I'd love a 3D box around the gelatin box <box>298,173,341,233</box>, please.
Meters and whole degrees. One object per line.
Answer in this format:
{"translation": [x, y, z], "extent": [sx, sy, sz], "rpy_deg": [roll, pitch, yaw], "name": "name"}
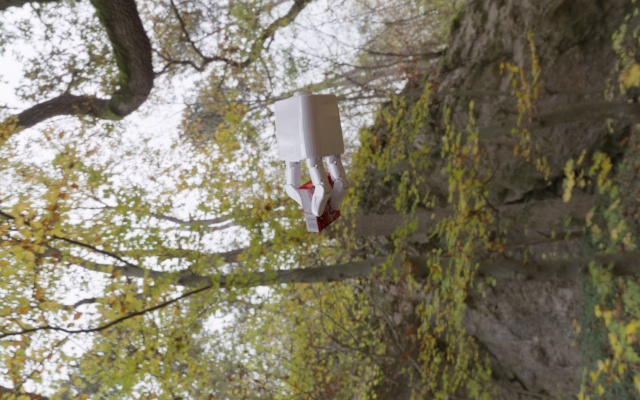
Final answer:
{"translation": [0.000, 0.003, 0.865], "extent": [0.030, 0.089, 0.073], "rpy_deg": [4, 26, 36], "name": "gelatin box"}
